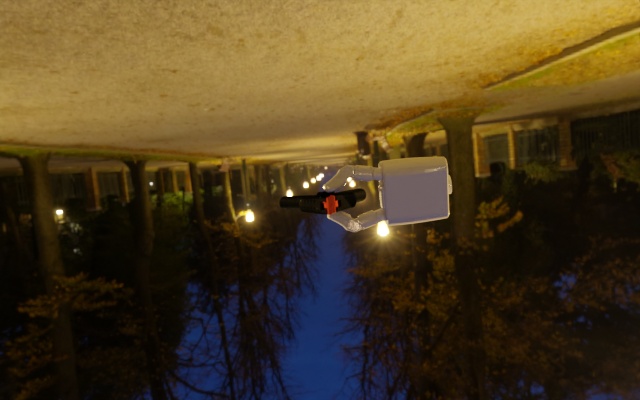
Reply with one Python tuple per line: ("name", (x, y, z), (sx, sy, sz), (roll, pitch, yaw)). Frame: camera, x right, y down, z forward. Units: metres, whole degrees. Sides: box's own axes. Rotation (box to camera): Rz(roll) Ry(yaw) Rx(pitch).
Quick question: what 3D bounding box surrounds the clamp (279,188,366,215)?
("clamp", (0.000, 0.004, 0.820), (0.164, 0.036, 0.210), (-7, 4, 4))
